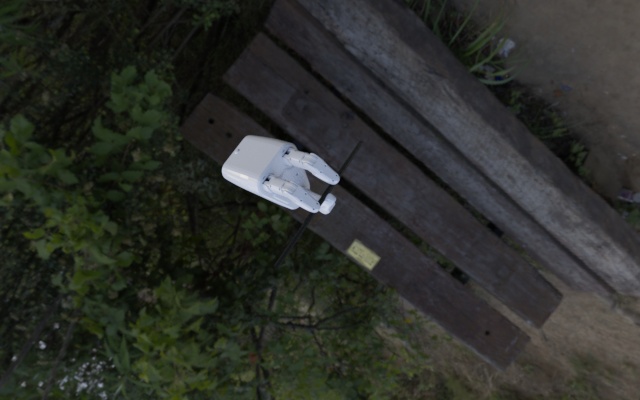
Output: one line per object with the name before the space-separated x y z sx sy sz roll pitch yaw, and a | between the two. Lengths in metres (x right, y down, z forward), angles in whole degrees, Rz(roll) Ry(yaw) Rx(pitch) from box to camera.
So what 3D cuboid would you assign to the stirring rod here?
stirring rod | 0.000 0.002 0.729 0.011 0.239 0.011 31 -17 11
